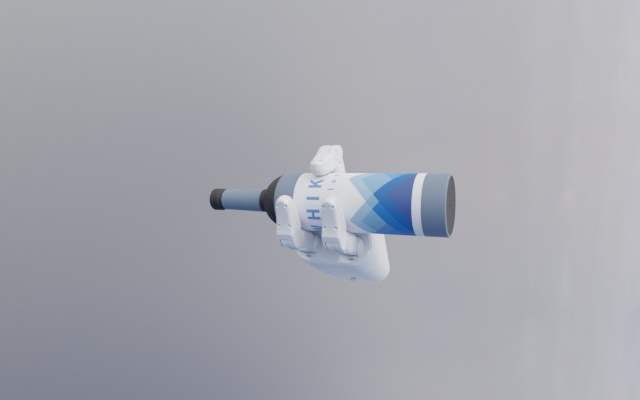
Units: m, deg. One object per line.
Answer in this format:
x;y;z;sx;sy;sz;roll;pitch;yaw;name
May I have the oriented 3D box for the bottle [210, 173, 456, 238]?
0.000;0.002;0.551;0.295;0.069;0.069;1;1;24;bottle
